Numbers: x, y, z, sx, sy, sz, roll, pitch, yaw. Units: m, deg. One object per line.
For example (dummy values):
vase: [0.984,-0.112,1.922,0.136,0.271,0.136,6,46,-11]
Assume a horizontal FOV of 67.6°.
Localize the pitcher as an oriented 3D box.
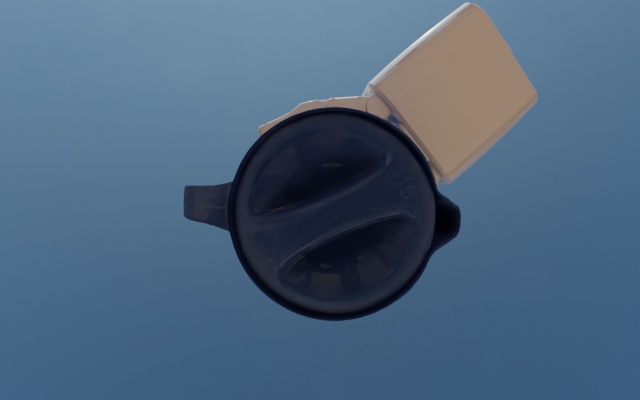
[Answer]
pitcher: [0.000,0.001,0.409,0.145,0.149,0.243,-43,2,3]
